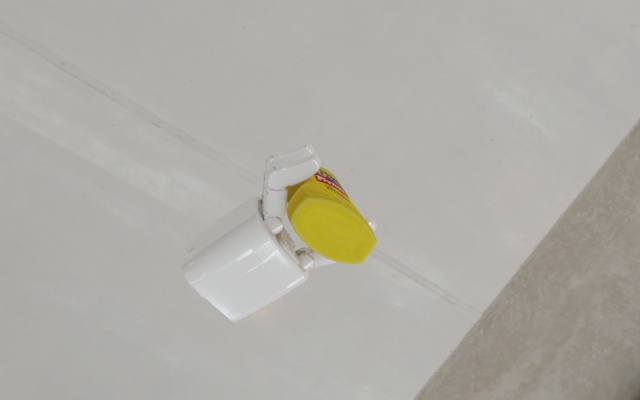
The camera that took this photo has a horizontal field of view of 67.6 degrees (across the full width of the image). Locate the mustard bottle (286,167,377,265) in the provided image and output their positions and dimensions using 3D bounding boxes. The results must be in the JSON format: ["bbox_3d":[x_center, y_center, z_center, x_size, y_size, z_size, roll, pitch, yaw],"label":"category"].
[{"bbox_3d":[0.000,0.002,0.561,0.096,0.058,0.191,31,11,-18],"label":"mustard bottle"}]
